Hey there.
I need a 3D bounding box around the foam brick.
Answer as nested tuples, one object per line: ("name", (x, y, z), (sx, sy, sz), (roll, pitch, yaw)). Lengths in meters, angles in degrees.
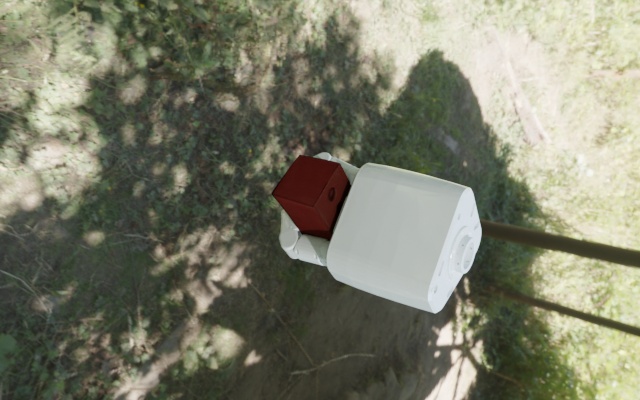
("foam brick", (0.000, 0.001, 0.469), (0.051, 0.053, 0.078), (15, -27, 35))
